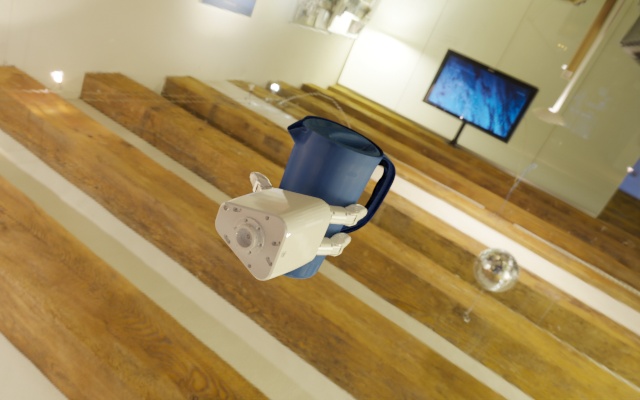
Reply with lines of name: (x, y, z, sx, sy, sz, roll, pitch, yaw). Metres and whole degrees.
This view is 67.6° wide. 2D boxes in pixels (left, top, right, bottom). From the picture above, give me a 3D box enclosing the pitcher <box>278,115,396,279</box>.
pitcher: (0.000, 0.002, 0.756, 0.149, 0.243, 0.145, 33, 23, 22)
